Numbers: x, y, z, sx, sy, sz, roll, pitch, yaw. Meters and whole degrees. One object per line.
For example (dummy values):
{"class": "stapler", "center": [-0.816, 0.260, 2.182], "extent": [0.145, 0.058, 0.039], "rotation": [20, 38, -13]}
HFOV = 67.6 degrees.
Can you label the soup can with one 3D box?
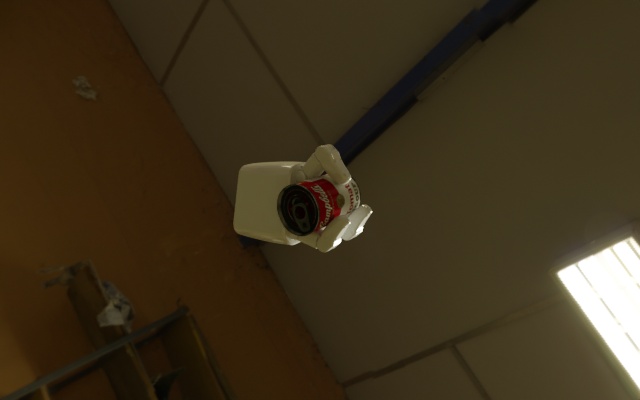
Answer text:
{"class": "soup can", "center": [0.001, 0.002, 0.639], "extent": [0.068, 0.068, 0.102], "rotation": [0, 12, 37]}
